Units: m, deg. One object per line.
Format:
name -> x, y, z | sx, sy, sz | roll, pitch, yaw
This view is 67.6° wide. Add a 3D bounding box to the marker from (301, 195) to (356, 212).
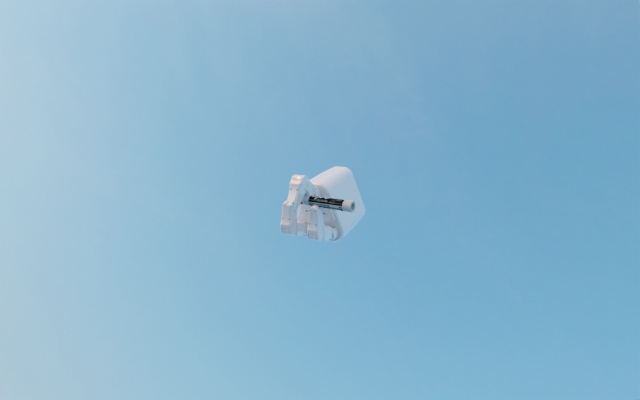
marker -> 0.000, 0.003, 0.790 | 0.121, 0.020, 0.020 | 8, 4, 30
